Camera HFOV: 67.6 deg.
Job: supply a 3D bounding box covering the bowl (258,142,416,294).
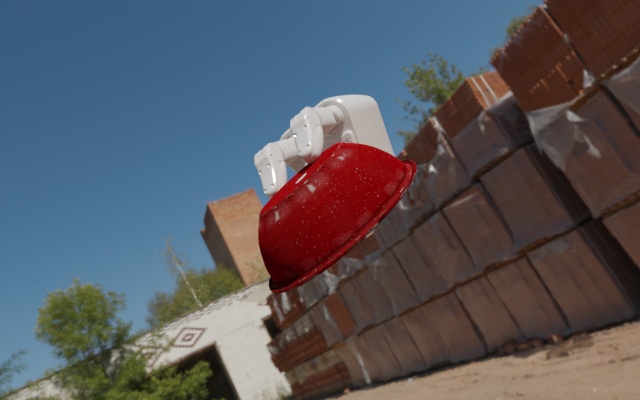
[{"bbox_3d":[0.000,0.001,0.401,0.162,0.055,0.162,-40,10,9],"label":"bowl"}]
